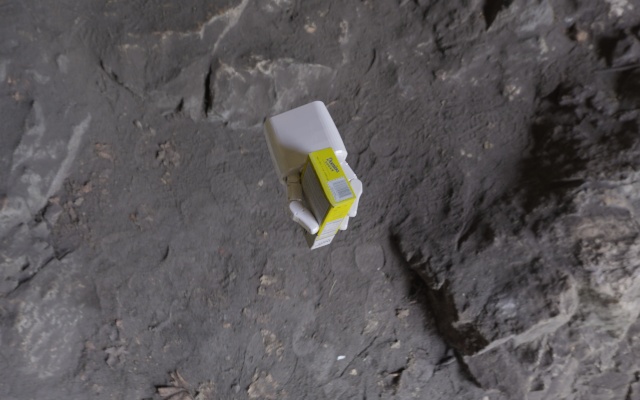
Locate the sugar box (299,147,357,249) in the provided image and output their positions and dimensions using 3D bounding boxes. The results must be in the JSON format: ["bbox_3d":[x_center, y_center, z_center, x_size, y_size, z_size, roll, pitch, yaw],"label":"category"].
[{"bbox_3d":[0.001,0.002,0.759,0.048,0.093,0.176,-18,-20,-18],"label":"sugar box"}]
